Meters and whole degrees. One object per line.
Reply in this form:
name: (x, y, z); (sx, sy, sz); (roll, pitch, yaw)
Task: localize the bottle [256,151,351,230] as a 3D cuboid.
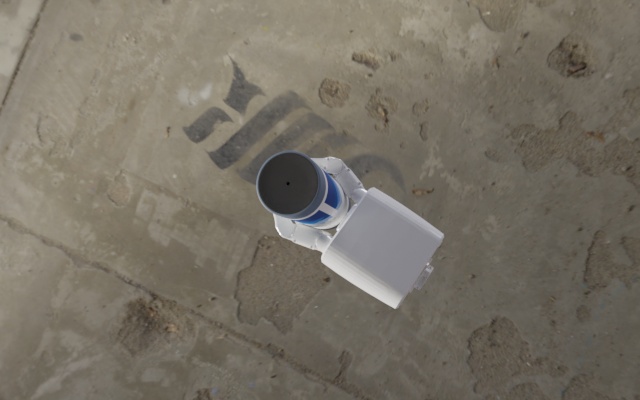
bottle: (0.000, 0.002, 0.611); (0.069, 0.069, 0.296); (0, -7, 13)
